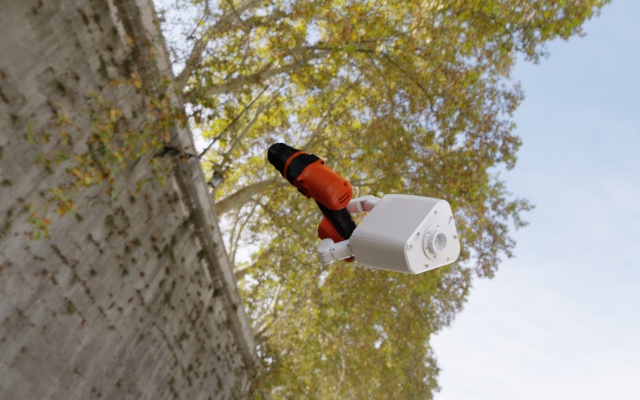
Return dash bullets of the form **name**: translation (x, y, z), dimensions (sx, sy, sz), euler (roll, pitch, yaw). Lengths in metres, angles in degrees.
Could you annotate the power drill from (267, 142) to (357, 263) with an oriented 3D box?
- **power drill**: translation (0.000, 0.003, 0.746), dimensions (0.184, 0.057, 0.188), euler (38, -16, 44)
